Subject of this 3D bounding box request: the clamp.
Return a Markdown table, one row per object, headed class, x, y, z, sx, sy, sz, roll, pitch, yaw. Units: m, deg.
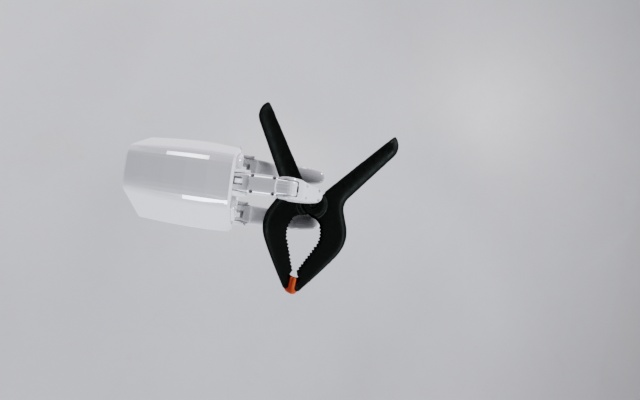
| class | x | y | z | sx | sy | sz | roll | pitch | yaw |
| --- | --- | --- | --- | --- | --- | --- | --- | --- | --- |
| clamp | 0.000 | 0.002 | 0.540 | 0.164 | 0.210 | 0.036 | 8 | -6 | -5 |
